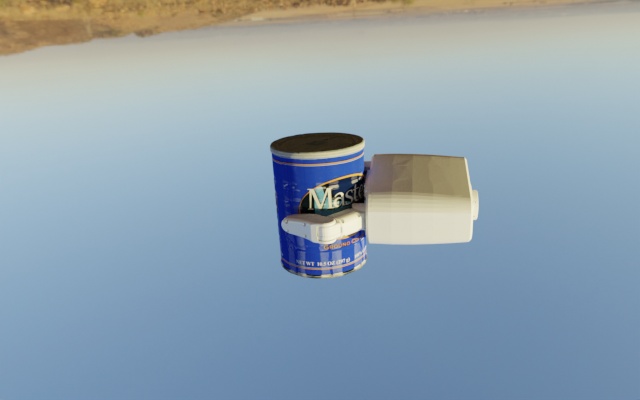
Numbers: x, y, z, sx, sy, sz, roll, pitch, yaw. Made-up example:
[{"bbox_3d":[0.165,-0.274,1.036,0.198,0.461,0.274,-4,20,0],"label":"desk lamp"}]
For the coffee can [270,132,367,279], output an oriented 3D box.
[{"bbox_3d":[0.000,0.002,0.540,0.103,0.140,0.102,-3,19,1],"label":"coffee can"}]
